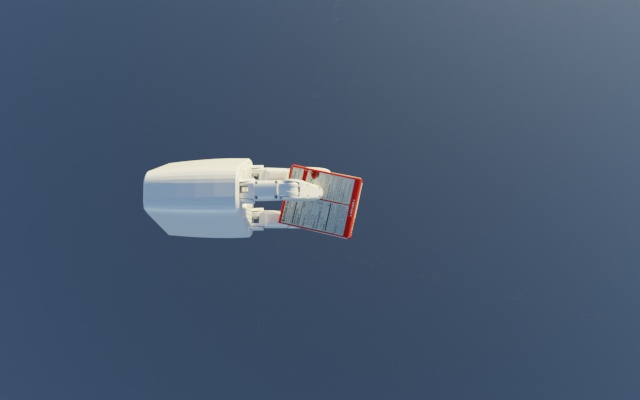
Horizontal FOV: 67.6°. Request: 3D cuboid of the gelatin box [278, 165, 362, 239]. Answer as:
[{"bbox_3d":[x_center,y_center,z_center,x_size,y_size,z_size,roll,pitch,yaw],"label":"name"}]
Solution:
[{"bbox_3d":[0.000,0.002,0.576,0.089,0.073,0.030,12,-5,7],"label":"gelatin box"}]
